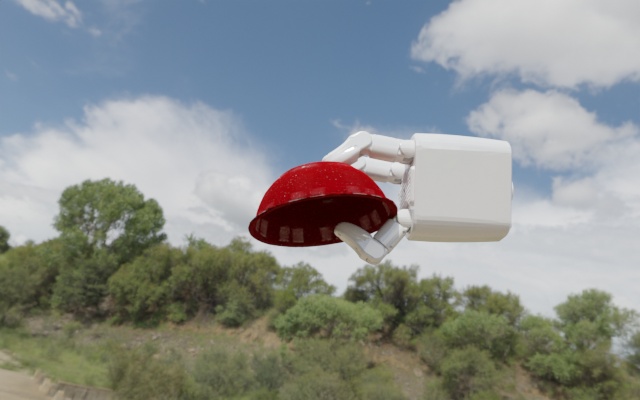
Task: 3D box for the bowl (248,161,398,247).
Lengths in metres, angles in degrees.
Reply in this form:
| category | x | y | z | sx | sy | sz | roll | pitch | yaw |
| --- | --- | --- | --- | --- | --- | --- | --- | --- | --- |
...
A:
| category | x | y | z | sx | sy | sz | roll | pitch | yaw |
| --- | --- | --- | --- | --- | --- | --- | --- | --- | --- |
| bowl | -0.001 | 0.001 | 0.523 | 0.162 | 0.055 | 0.162 | -7 | -22 | -3 |
